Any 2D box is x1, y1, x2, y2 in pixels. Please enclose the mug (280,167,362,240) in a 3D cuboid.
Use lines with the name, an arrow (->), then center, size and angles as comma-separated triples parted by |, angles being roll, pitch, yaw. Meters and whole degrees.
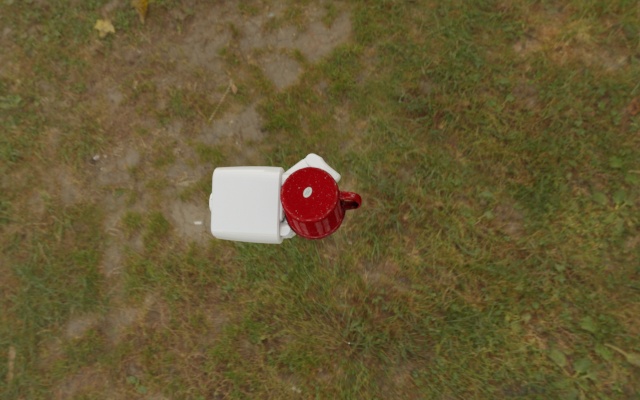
mug -> 0.002, 0.002, 0.680 | 0.117, 0.093, 0.081 | 0, -17, 5
